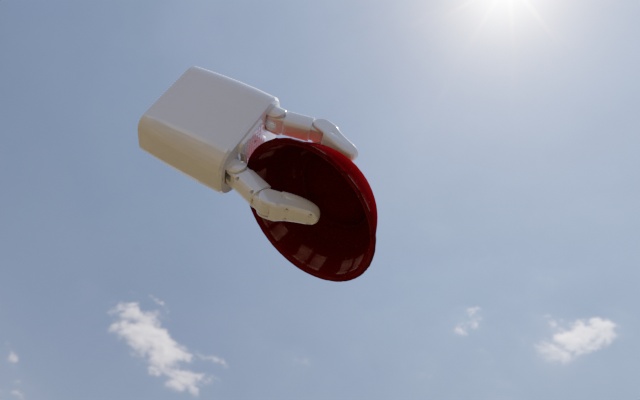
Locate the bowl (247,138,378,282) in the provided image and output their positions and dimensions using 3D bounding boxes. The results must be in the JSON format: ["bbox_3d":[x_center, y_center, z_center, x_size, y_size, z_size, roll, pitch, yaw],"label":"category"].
[{"bbox_3d":[0.001,0.002,0.486,0.162,0.162,0.055,0,28,43],"label":"bowl"}]
